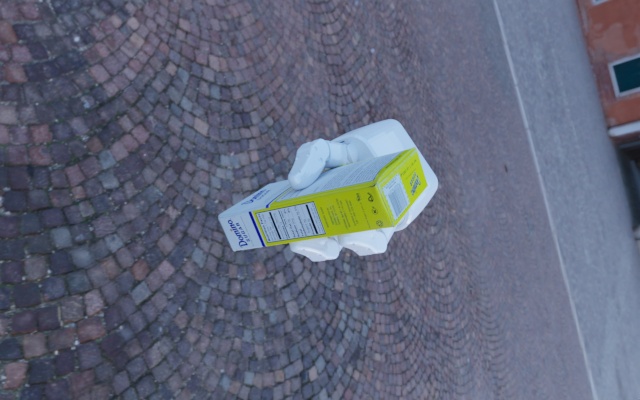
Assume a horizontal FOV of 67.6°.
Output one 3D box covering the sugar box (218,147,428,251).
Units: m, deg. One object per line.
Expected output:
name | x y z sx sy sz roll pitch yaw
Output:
sugar box | 0.000 0.002 0.445 0.176 0.048 0.093 -14 14 35
